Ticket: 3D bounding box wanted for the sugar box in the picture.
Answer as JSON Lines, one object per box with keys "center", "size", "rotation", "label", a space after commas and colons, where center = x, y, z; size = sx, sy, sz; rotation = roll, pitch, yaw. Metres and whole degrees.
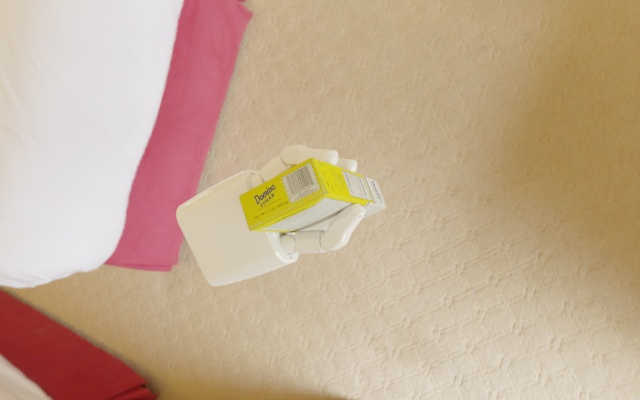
{"center": [0.000, 0.001, 0.533], "size": [0.093, 0.048, 0.176], "rotation": [-25, -13, 21], "label": "sugar box"}
